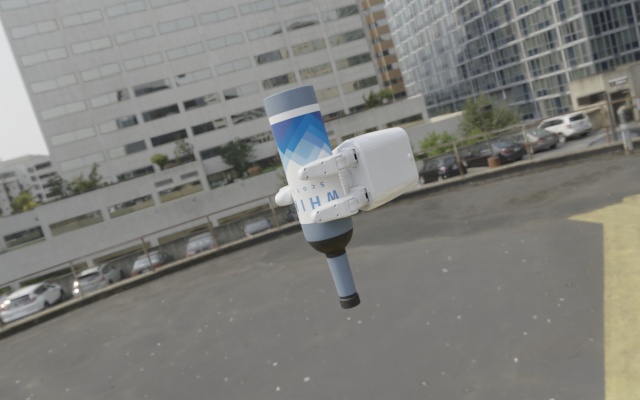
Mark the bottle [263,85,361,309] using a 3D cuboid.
[{"bbox_3d":[0.000,0.002,0.630,0.069,0.296,0.069,-16,8,2],"label":"bottle"}]
